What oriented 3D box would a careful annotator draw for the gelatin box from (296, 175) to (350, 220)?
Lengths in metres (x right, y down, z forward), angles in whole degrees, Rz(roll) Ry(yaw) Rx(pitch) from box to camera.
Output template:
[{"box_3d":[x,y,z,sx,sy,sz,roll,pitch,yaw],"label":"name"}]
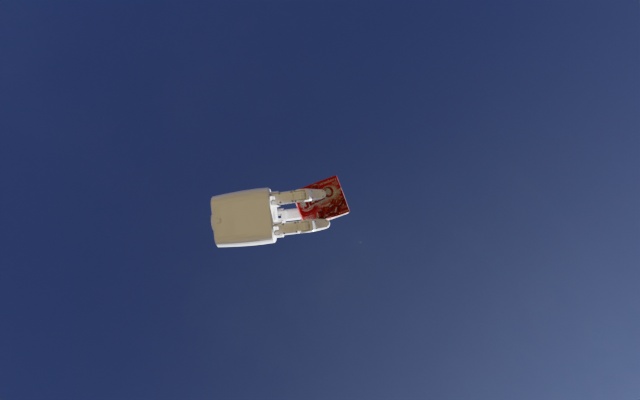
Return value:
[{"box_3d":[0.000,0.003,0.884,0.089,0.073,0.030,-20,-4,-5],"label":"gelatin box"}]
